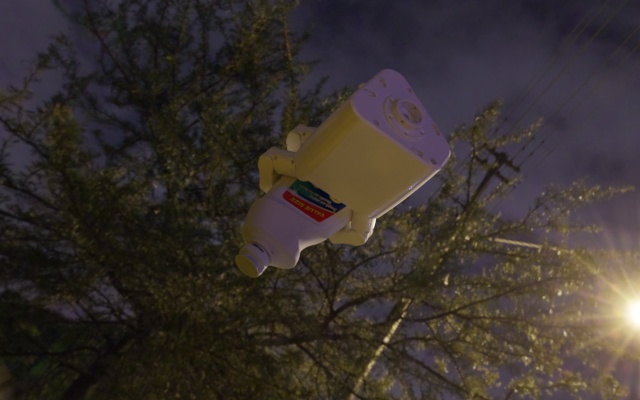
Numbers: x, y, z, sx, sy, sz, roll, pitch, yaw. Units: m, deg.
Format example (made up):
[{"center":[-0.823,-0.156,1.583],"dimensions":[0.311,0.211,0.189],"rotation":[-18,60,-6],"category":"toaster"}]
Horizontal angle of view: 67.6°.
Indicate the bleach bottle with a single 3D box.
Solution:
[{"center":[0.000,0.002,0.545],"dimensions":[0.250,0.102,0.068],"rotation":[-46,4,-40],"category":"bleach bottle"}]
